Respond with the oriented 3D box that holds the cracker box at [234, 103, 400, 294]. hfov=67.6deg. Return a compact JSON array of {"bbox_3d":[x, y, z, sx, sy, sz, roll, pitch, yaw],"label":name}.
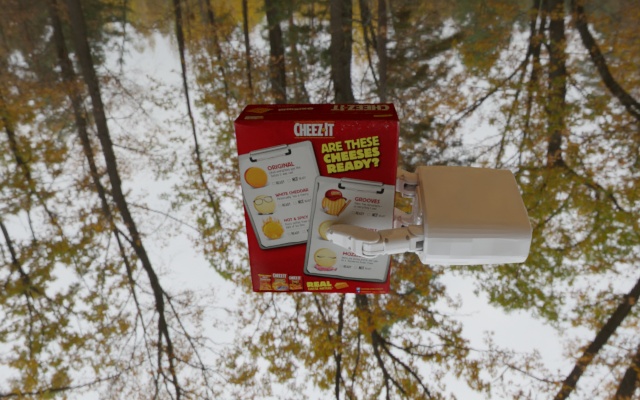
[{"bbox_3d":[0.000,0.002,0.537,0.164,0.214,0.072,0,28,3],"label":"cracker box"}]
